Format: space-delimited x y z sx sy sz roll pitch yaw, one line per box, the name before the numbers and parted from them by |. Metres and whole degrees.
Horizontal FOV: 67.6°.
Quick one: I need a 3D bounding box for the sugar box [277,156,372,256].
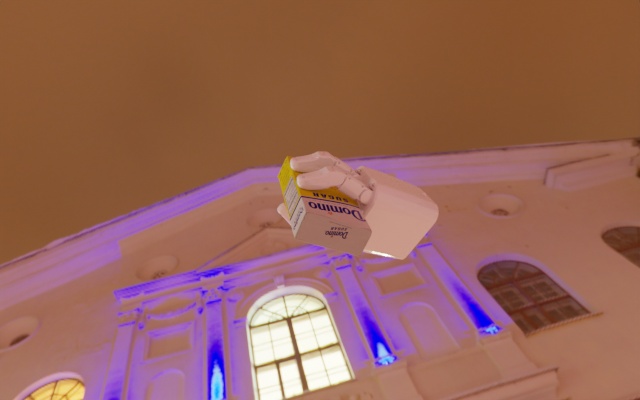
sugar box | 0.000 0.002 0.646 0.093 0.048 0.176 17 20 -21
